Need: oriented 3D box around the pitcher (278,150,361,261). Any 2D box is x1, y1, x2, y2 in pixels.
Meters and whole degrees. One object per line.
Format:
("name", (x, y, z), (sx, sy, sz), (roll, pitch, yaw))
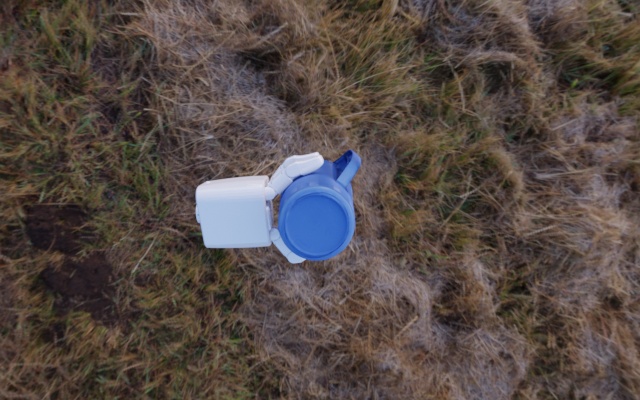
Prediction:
("pitcher", (0.000, 0.003, 0.770), (0.145, 0.149, 0.242), (-4, 11, 0))
